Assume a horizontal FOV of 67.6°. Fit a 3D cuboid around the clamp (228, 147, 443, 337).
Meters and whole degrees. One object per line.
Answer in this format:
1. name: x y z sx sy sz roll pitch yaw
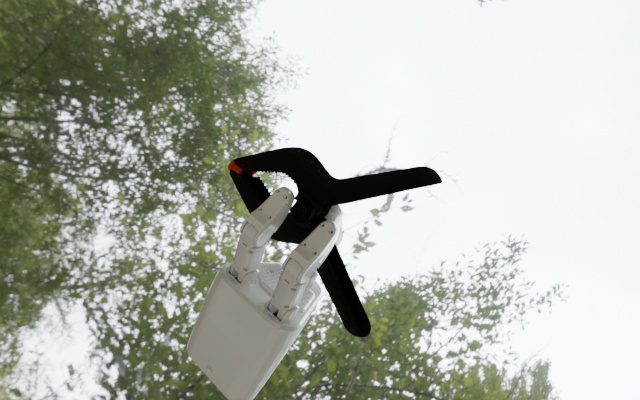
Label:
1. clamp: 0.000 0.001 0.448 0.210 0.164 0.036 37 20 24
